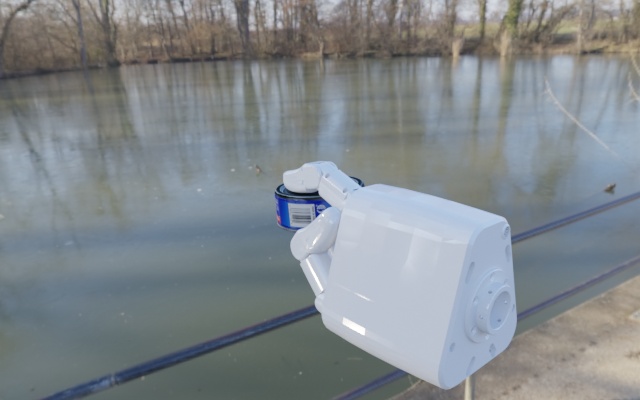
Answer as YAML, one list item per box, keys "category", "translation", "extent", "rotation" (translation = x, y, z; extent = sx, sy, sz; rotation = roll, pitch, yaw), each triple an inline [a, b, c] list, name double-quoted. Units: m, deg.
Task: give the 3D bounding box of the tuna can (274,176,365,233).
- category: "tuna can"
  translation: [0.000, 0.001, 0.448]
  extent: [0.086, 0.034, 0.086]
  rotation: [-5, 15, 1]
